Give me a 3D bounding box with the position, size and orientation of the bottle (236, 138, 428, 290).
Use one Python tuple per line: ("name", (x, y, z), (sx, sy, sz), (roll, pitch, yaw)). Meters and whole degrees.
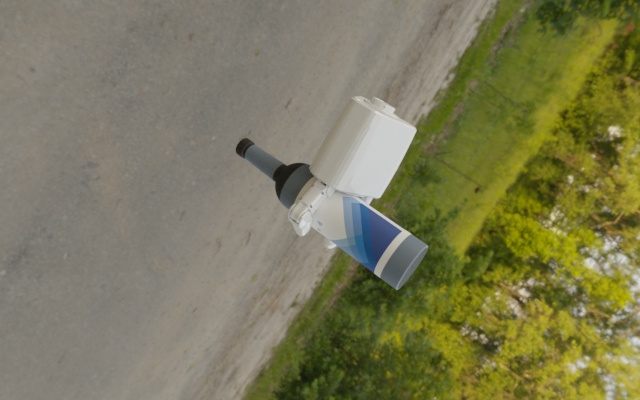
("bottle", (0.000, 0.002, 0.632), (0.295, 0.069, 0.069), (36, 14, 20))
